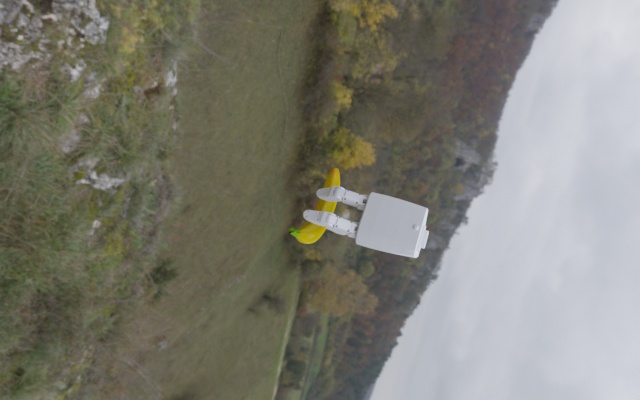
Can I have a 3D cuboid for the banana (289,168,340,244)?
[{"bbox_3d":[0.000,0.019,0.908,0.037,0.070,0.197,12,44,20],"label":"banana"}]
